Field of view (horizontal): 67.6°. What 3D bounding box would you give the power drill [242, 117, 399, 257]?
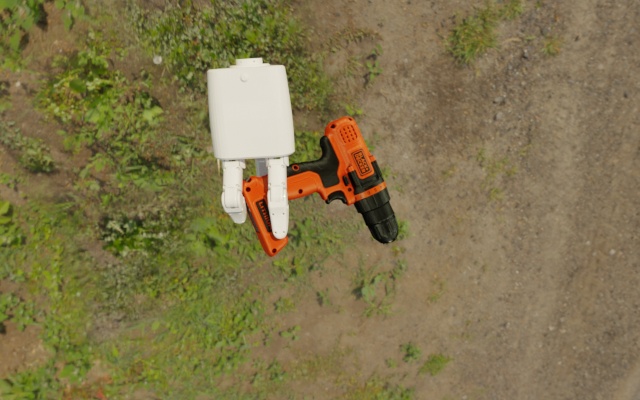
[{"bbox_3d":[0.000,0.002,0.637,0.187,0.184,0.057,-25,3,-16],"label":"power drill"}]
